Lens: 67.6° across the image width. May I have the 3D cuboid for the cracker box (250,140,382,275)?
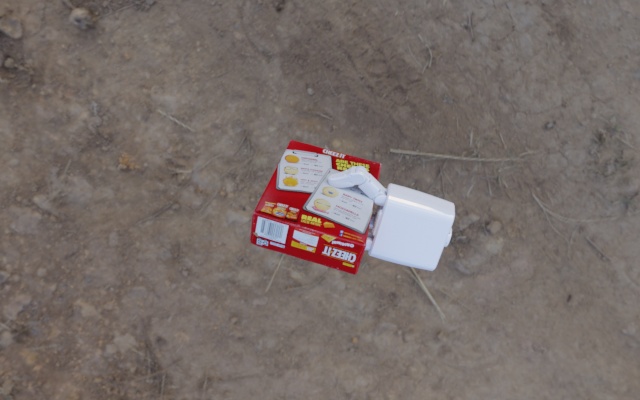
[{"bbox_3d":[0.000,0.002,0.751,0.164,0.072,0.213,16,37,2],"label":"cracker box"}]
